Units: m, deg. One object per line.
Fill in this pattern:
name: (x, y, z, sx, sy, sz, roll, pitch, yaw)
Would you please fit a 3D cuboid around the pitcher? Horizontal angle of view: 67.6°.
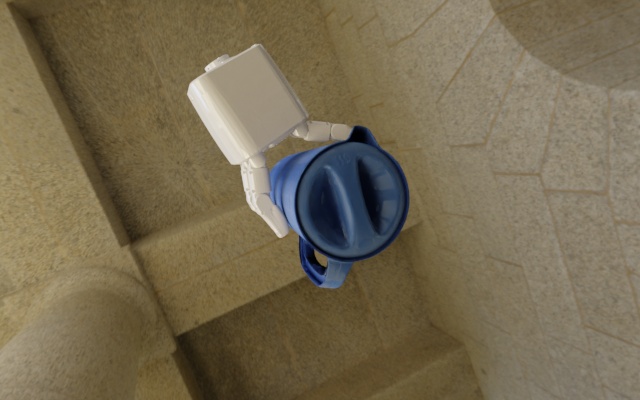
pitcher: (0.000, 0.002, 0.622, 0.149, 0.145, 0.243, -38, 14, -11)
